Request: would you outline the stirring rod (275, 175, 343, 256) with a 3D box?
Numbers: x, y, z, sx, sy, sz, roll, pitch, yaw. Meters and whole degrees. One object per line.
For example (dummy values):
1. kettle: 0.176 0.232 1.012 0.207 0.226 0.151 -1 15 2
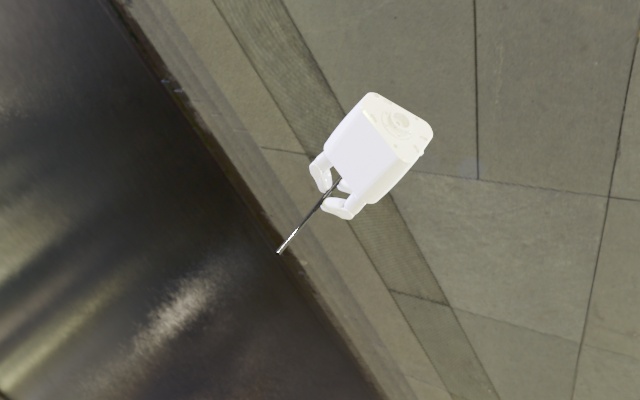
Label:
1. stirring rod: 0.000 0.002 0.735 0.011 0.011 0.239 0 36 38
